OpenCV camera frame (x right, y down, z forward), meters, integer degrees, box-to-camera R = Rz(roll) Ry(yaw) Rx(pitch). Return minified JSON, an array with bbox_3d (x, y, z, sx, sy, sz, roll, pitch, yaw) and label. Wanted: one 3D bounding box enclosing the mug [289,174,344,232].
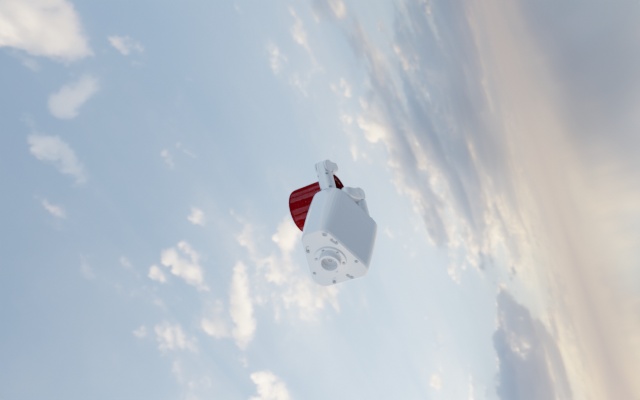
[{"bbox_3d":[0.000,0.002,0.844,0.081,0.093,0.117,-20,26,23],"label":"mug"}]
